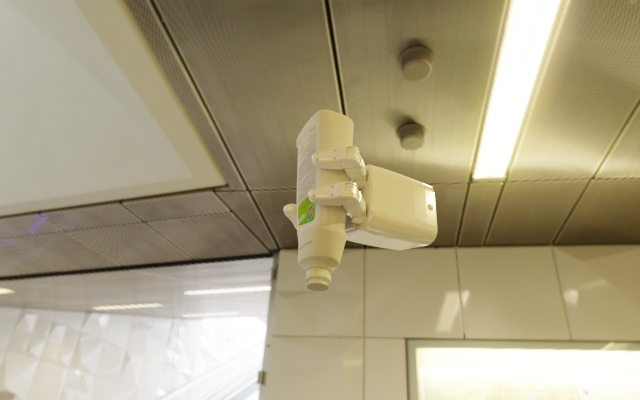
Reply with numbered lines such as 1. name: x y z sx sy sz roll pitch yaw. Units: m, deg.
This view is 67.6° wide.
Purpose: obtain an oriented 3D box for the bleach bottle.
1. bleach bottle: 0.000 0.002 0.651 0.068 0.250 0.103 15 -33 -18
